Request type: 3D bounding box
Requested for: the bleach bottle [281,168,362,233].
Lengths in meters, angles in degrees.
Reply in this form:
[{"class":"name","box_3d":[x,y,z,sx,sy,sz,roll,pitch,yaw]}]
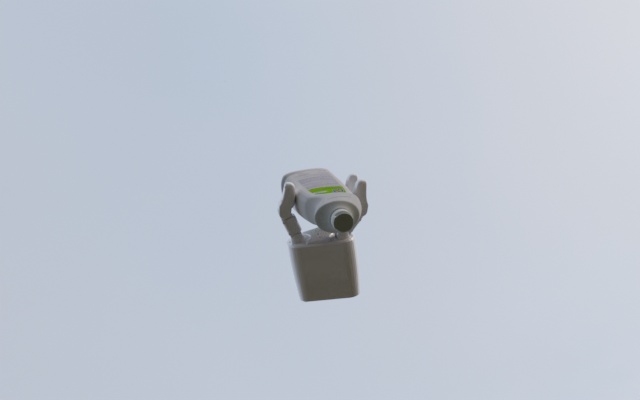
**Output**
[{"class":"bleach bottle","box_3d":[0.000,0.002,0.779,0.102,0.068,0.250,-11,16,-8]}]
